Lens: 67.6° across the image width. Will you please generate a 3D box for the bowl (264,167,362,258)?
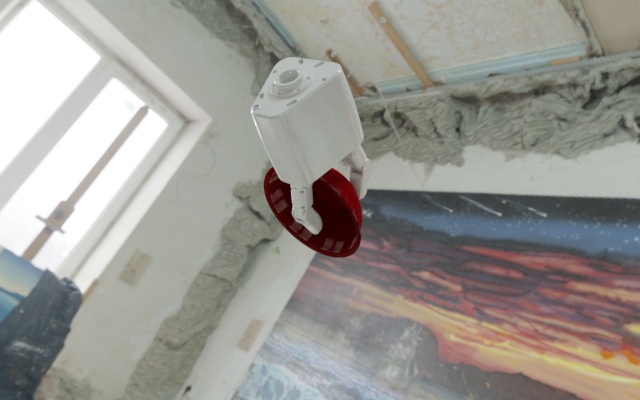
[{"bbox_3d":[0.000,0.003,0.662,0.162,0.162,0.055,0,37,46],"label":"bowl"}]
